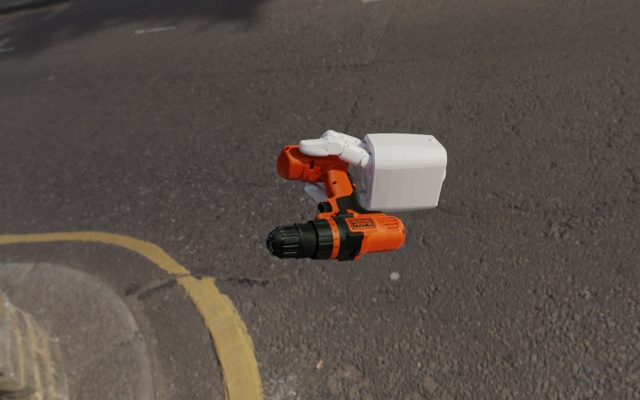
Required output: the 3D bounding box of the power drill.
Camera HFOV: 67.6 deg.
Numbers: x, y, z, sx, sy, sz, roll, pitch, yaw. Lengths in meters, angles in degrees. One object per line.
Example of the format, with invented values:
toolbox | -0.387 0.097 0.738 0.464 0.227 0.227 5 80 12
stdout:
power drill | 0.000 0.002 0.644 0.184 0.057 0.187 -1 45 -25
